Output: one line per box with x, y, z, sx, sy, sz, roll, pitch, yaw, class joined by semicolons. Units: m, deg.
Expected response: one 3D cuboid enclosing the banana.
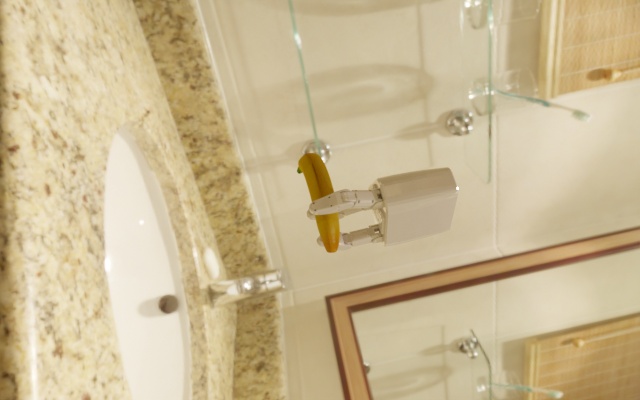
-0.002;-0.014;0.703;0.037;0.070;0.197;-11;43;-8;banana
